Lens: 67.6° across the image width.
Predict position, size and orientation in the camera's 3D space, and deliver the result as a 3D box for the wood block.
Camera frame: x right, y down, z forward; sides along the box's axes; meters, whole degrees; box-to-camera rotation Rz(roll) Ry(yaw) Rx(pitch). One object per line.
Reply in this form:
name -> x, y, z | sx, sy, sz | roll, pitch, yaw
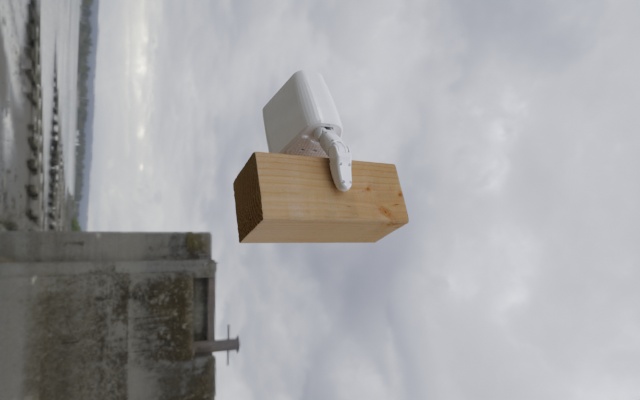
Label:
wood block -> 0.000, 0.002, 0.631 | 0.206, 0.090, 0.091 | 2, -25, -27
